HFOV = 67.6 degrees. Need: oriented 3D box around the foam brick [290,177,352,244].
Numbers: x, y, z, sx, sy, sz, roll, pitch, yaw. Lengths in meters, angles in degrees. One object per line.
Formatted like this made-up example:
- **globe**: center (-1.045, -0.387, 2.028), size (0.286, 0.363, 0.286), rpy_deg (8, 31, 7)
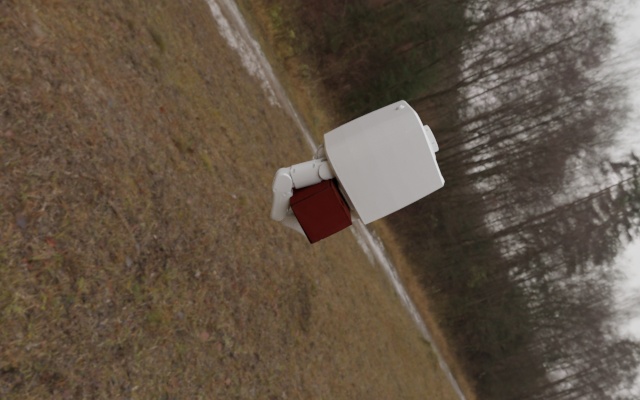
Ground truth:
- **foam brick**: center (0.000, 0.002, 0.542), size (0.051, 0.053, 0.078), rpy_deg (-25, 22, 9)
